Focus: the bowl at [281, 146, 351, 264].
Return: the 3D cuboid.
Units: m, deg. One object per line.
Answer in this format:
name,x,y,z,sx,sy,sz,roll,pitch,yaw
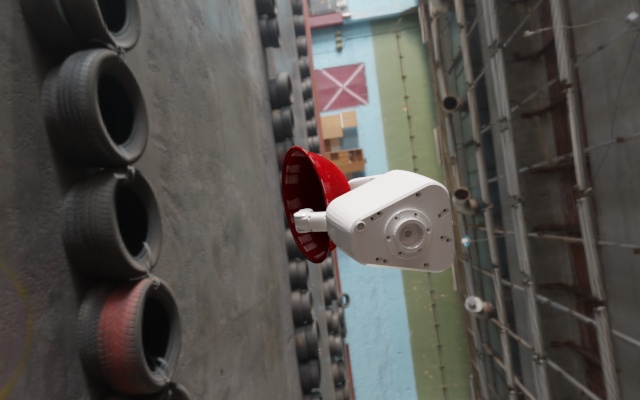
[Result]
bowl,0.000,0.002,0.657,0.055,0.162,0.162,-12,5,-23
